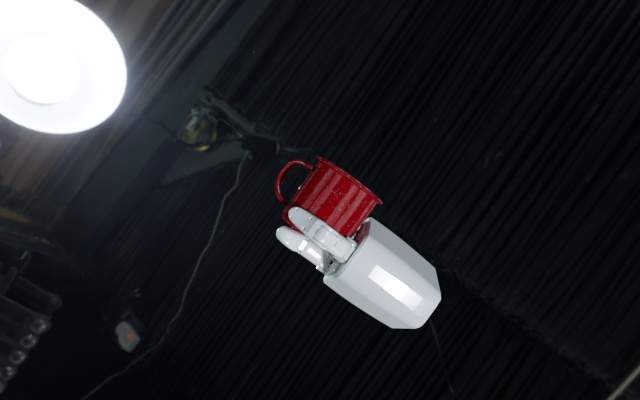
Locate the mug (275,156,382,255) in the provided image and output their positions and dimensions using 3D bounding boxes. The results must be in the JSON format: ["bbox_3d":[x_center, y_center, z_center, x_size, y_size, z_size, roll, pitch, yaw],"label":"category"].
[{"bbox_3d":[-0.001,0.001,0.548,0.117,0.081,0.093,36,-1,1],"label":"mug"}]
